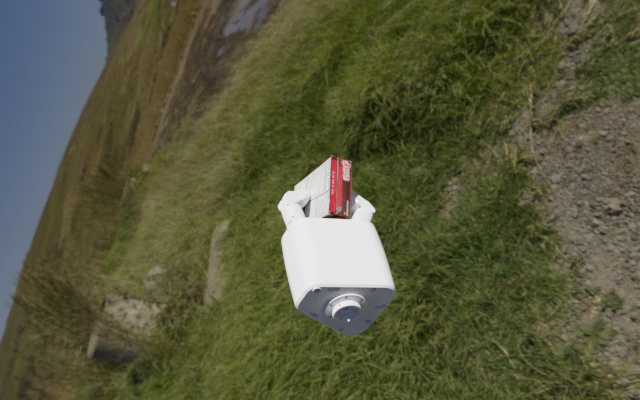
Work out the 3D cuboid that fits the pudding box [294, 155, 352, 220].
[{"bbox_3d":[0.000,0.002,0.664,0.039,0.090,0.113,19,-30,-27],"label":"pudding box"}]
